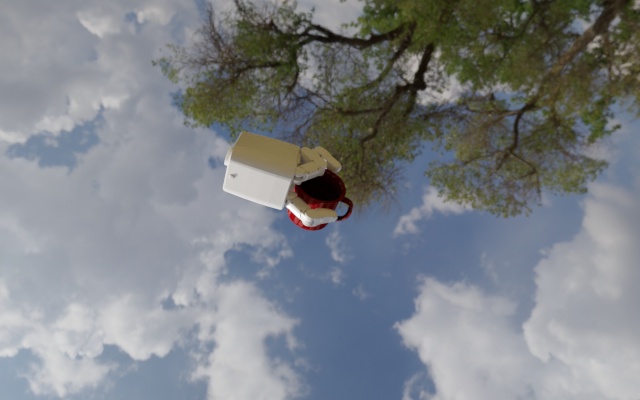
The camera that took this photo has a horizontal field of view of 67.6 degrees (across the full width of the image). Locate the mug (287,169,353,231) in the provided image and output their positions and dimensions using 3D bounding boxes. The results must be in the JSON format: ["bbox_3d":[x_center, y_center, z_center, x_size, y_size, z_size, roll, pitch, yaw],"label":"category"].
[{"bbox_3d":[0.001,0.003,0.850,0.117,0.082,0.093,18,41,-6],"label":"mug"}]
